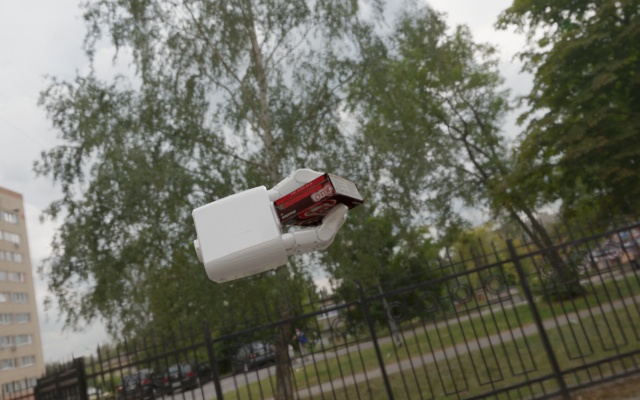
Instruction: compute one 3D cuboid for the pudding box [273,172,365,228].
[{"bbox_3d":[0.000,0.002,0.669,0.090,0.039,0.113,-27,-13,20],"label":"pudding box"}]
